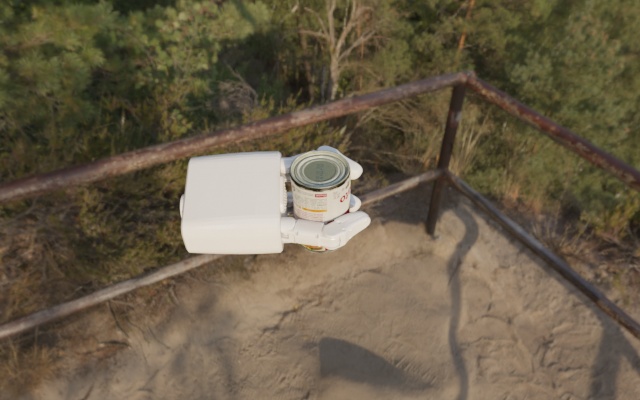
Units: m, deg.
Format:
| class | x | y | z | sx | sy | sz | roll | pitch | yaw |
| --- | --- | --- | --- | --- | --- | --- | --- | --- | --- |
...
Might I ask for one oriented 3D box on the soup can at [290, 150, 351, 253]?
| class | x | y | z | sx | sy | sz | roll | pitch | yaw |
| --- | --- | --- | --- | --- | --- | --- | --- | --- | --- |
| soup can | 0.001 | 0.002 | 0.545 | 0.068 | 0.102 | 0.068 | -1 | 44 | 1 |
